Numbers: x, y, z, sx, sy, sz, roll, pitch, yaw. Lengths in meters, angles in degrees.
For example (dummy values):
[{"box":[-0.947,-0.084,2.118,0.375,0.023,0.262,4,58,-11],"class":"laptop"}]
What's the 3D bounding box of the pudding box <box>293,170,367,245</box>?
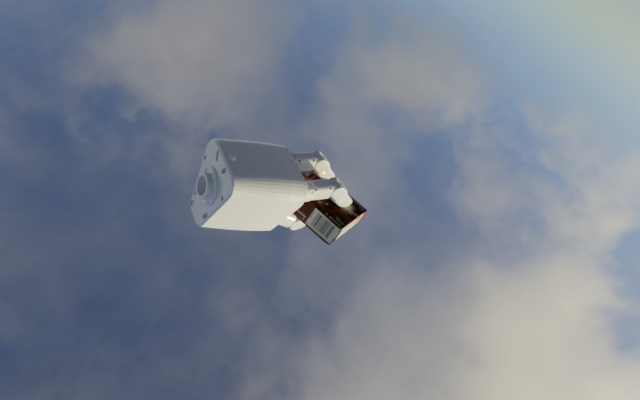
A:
[{"box":[0.000,0.002,0.684,0.113,0.039,0.090,43,33,10],"class":"pudding box"}]
